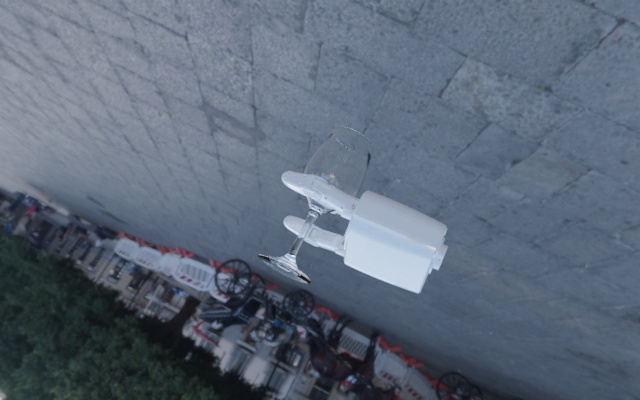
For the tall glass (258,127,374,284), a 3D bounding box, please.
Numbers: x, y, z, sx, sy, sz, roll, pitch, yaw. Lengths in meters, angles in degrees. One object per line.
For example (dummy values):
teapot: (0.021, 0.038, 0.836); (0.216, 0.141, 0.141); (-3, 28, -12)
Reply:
tall glass: (0.000, 0.003, 0.619); (0.079, 0.201, 0.079); (25, -19, 9)
